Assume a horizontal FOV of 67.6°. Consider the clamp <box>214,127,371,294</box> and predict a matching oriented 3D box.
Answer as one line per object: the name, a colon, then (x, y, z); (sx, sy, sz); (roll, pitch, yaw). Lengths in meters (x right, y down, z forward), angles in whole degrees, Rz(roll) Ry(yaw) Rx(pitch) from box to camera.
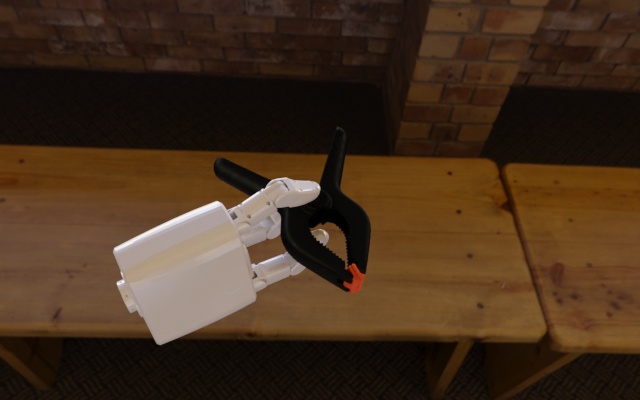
clamp: (0.000, 0.002, 0.515); (0.164, 0.210, 0.036); (-24, -32, -22)
